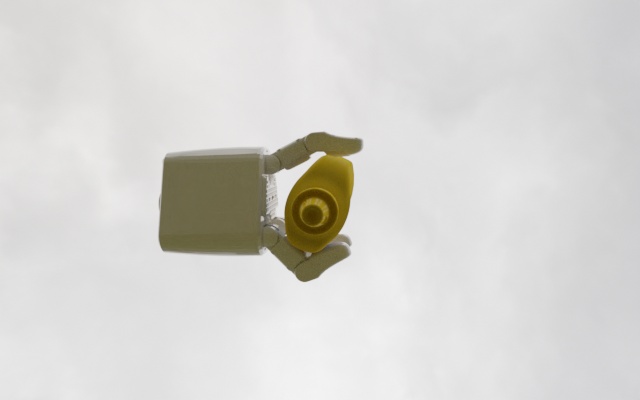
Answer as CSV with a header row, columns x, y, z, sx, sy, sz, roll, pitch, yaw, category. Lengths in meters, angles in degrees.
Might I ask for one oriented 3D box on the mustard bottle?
x,y,z,sx,sy,sz,roll,pitch,yaw,category
0.000,0.002,0.481,0.058,0.096,0.191,24,7,2,mustard bottle
